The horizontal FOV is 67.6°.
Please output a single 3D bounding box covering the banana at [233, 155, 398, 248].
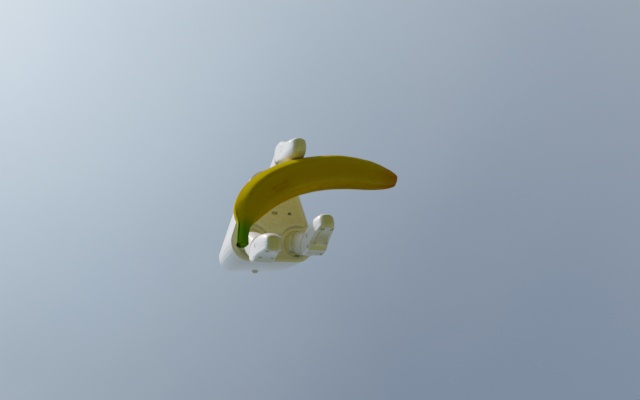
[{"bbox_3d":[-0.011,-0.013,0.489,0.198,0.069,0.037,-22,-14,-28],"label":"banana"}]
